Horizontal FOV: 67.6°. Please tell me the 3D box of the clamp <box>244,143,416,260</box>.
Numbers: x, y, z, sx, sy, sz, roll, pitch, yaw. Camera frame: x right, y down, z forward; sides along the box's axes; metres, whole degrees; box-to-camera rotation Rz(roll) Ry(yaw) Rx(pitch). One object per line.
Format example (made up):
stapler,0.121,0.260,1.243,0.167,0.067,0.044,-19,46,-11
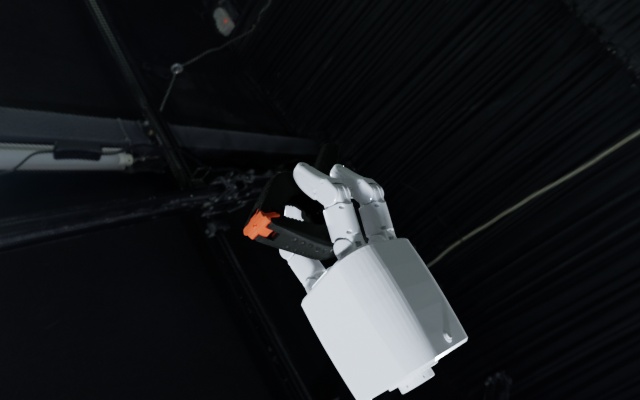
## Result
clamp,-0.001,0.002,0.475,0.210,0.164,0.036,-2,-38,-52
